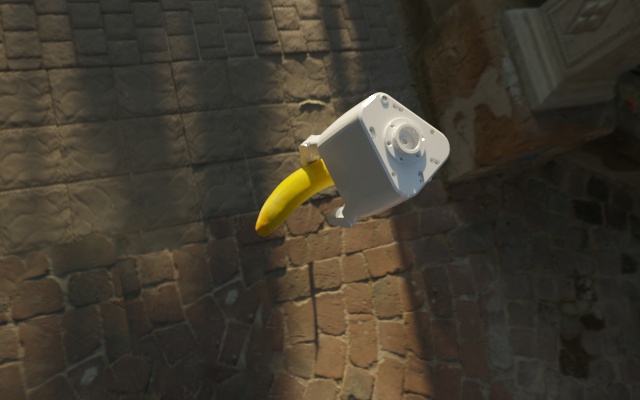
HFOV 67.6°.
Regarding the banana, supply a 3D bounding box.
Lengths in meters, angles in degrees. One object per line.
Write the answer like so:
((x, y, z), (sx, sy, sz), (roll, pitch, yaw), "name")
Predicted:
((-0.003, -0.017, 0.630), (0.198, 0.069, 0.037), (-20, 2, -27), "banana")
